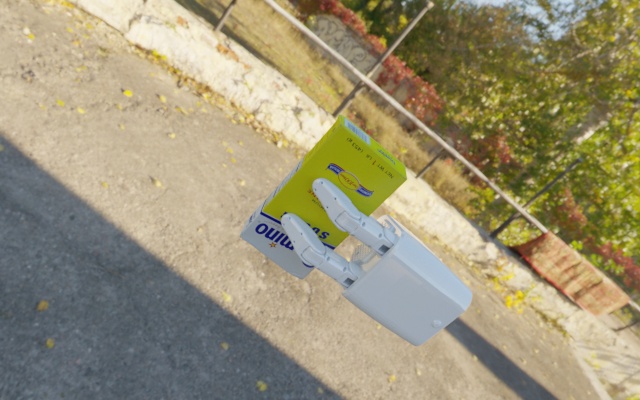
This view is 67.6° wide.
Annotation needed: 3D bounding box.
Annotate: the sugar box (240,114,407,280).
[{"bbox_3d":[0.000,0.002,0.524,0.093,0.176,0.048,38,22,-12],"label":"sugar box"}]
